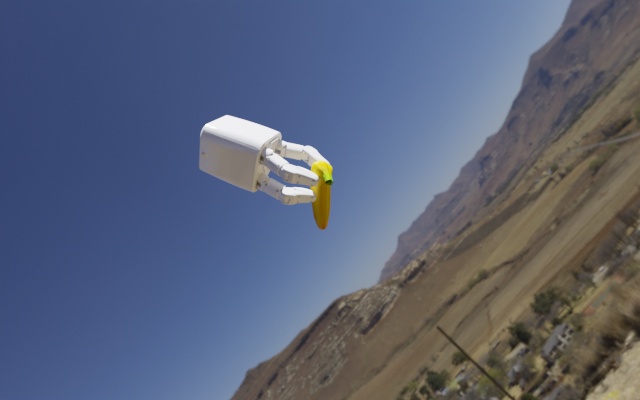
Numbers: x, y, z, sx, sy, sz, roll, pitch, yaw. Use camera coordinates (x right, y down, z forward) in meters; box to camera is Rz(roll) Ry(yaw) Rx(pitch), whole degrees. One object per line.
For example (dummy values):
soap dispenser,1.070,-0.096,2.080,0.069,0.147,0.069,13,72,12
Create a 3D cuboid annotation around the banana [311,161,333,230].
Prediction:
banana,0.001,-0.016,0.822,0.037,0.069,0.198,1,-25,0
